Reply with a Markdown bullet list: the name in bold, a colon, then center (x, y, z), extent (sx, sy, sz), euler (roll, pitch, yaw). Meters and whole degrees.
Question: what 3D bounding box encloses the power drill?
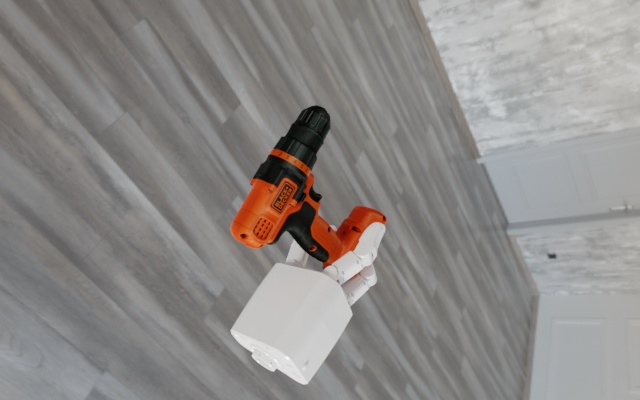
- **power drill**: center (0.000, 0.002, 0.594), extent (0.188, 0.184, 0.057), euler (37, -10, -35)
